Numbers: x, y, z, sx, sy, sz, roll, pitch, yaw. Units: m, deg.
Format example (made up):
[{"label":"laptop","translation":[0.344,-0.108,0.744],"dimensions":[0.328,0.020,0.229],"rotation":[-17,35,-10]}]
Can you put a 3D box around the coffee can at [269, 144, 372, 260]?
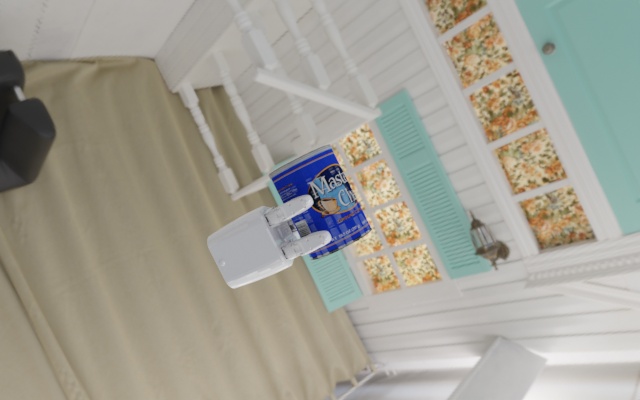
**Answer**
[{"label":"coffee can","translation":[0.000,0.002,0.707],"dimensions":[0.103,0.140,0.103],"rotation":[-26,2,1]}]
